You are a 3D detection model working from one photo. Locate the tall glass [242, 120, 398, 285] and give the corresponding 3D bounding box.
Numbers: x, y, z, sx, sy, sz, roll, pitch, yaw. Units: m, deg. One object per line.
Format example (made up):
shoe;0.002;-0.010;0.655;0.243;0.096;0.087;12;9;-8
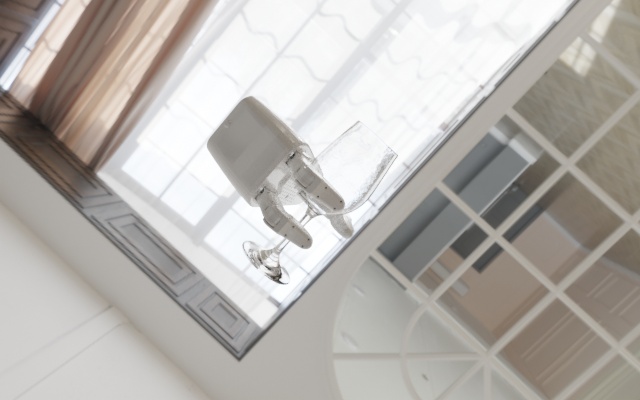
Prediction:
tall glass;0.000;0.002;0.558;0.079;0.201;0.079;41;10;-8
